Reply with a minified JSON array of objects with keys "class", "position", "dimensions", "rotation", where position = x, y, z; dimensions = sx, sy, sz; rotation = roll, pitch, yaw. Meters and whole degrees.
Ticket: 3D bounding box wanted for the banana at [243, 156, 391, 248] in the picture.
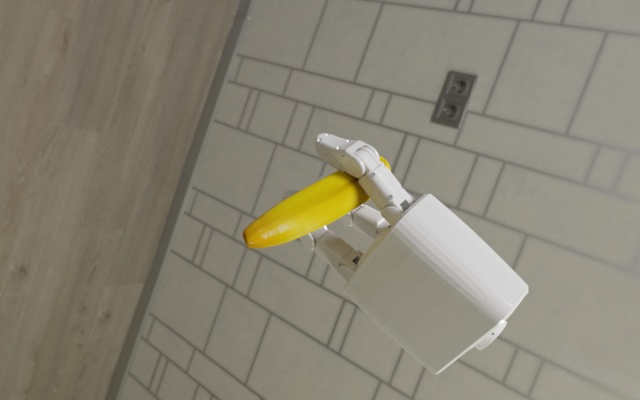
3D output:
[{"class":"banana","position":[0.015,-0.007,0.417],"dimensions":[0.070,0.037,0.197],"rotation":[-27,4,36]}]
